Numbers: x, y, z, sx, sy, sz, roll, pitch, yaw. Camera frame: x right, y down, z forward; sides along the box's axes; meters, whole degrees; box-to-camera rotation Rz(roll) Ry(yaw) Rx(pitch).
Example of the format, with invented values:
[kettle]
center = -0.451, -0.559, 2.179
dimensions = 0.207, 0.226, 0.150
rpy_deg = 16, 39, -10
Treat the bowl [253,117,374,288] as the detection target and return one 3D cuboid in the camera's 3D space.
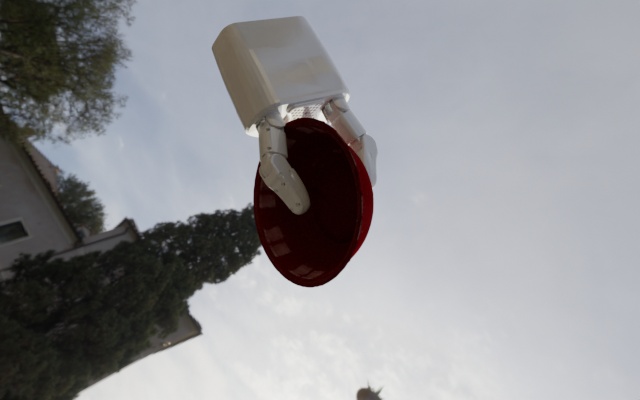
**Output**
[bowl]
center = 0.001, 0.003, 0.472
dimensions = 0.055, 0.162, 0.162
rpy_deg = -2, 1, -41
